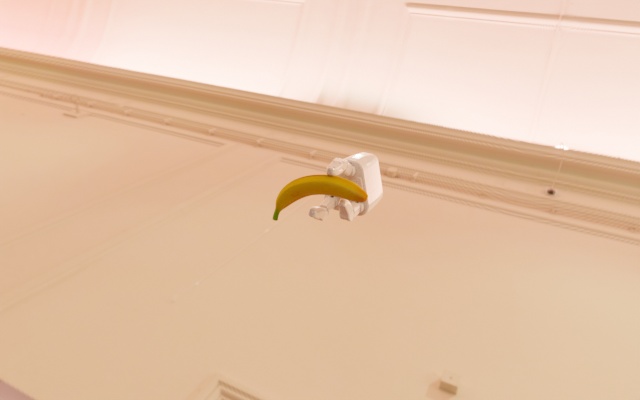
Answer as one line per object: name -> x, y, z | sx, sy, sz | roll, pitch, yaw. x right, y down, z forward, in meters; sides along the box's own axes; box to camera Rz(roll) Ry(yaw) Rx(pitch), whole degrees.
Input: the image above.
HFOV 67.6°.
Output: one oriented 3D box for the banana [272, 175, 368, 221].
banana -> -0.008, -0.014, 0.881 | 0.198, 0.069, 0.037 | -13, 5, 27
